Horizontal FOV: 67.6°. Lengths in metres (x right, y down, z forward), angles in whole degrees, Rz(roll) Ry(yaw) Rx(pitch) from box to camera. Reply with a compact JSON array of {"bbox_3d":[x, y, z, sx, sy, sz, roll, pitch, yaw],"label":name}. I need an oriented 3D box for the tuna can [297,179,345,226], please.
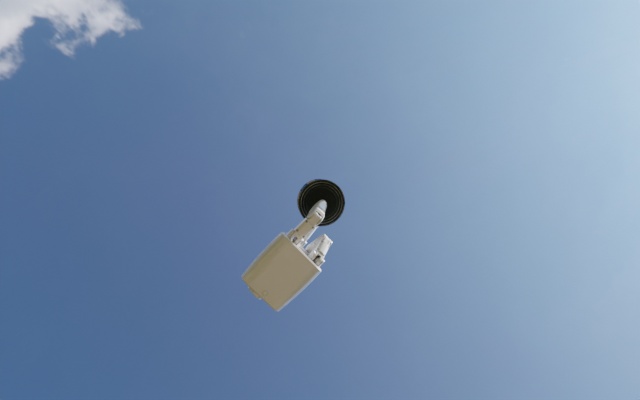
[{"bbox_3d":[0.000,0.003,0.877,0.086,0.086,0.033,0,6,-8],"label":"tuna can"}]
